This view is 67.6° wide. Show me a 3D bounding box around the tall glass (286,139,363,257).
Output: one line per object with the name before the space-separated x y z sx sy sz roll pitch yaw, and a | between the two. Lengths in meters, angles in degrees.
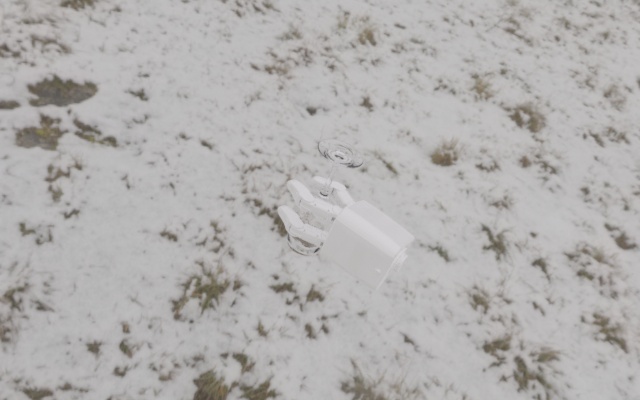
tall glass | 0.000 0.002 0.784 0.079 0.201 0.079 15 36 -11
